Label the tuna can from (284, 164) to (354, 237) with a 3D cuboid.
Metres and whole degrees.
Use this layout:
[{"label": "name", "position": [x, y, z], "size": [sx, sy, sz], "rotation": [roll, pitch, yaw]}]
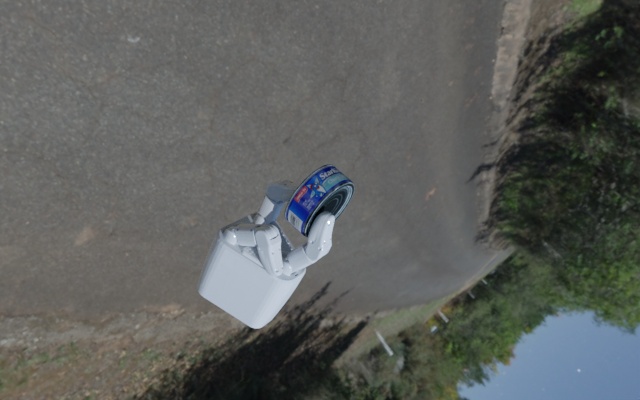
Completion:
[{"label": "tuna can", "position": [0.001, 0.002, 0.558], "size": [0.033, 0.086, 0.086], "rotation": [41, 16, 20]}]
